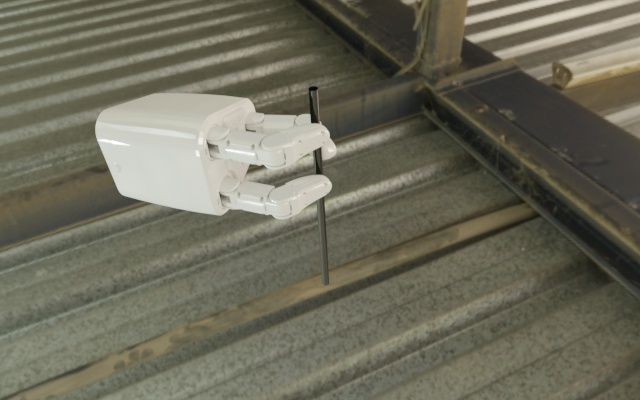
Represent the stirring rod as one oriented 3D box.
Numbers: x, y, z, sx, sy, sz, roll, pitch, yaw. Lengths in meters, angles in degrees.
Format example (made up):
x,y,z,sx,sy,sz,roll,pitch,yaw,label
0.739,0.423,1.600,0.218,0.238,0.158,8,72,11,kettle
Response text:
x,y,z,sx,sy,sz,roll,pitch,yaw,label
0.000,0.001,0.462,0.011,0.240,0.011,-2,40,2,stirring rod
